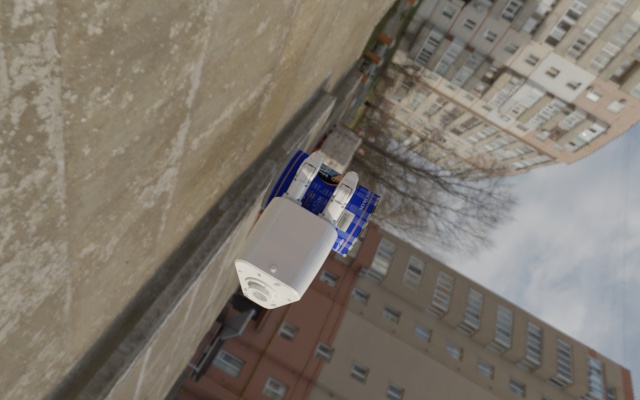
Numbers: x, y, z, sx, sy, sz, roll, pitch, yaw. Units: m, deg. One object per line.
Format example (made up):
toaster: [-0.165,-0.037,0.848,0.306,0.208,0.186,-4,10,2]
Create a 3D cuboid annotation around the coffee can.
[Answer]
coffee can: [0.000,0.002,0.689,0.140,0.103,0.103,30,1,1]
